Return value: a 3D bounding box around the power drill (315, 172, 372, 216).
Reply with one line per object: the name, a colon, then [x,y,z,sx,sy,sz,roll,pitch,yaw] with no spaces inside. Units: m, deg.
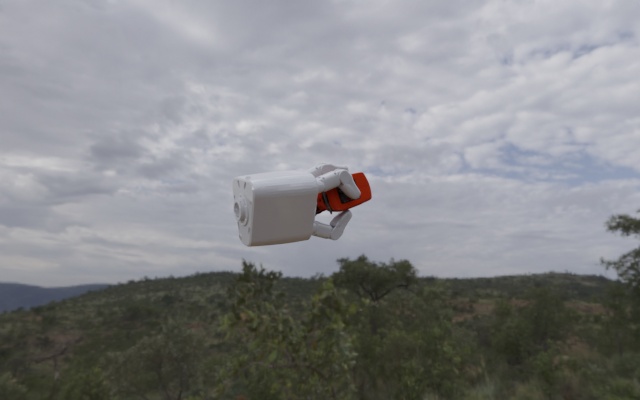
power drill: [0.000,0.003,0.873,0.188,0.057,0.184,-21,-1,44]
